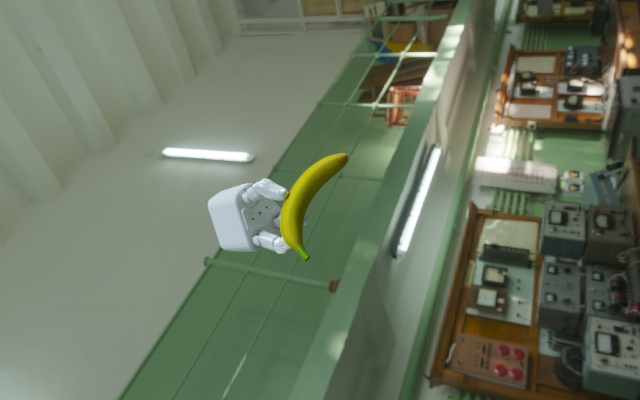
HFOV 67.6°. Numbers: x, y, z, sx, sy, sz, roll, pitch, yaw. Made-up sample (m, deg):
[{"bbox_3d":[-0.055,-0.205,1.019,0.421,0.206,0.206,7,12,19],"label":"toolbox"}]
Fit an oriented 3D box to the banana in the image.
[{"bbox_3d":[-0.018,-0.002,0.766,0.069,0.197,0.037,25,-22,-6],"label":"banana"}]
